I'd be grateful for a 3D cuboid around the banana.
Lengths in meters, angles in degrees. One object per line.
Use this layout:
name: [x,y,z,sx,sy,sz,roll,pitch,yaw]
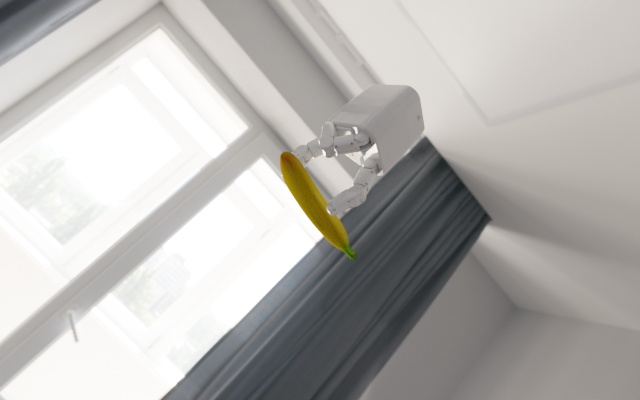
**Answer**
banana: [-0.007,0.003,0.705,0.037,0.198,0.069,-44,25,-18]
